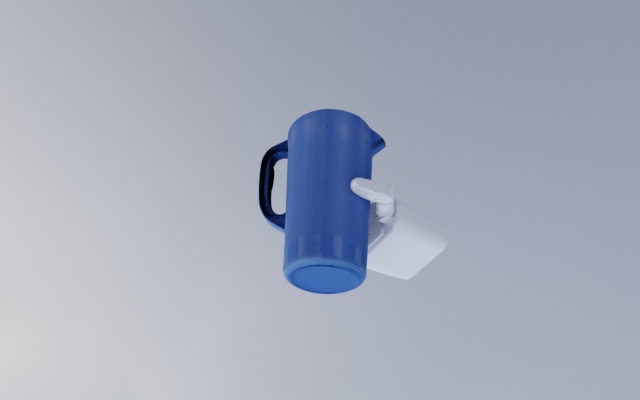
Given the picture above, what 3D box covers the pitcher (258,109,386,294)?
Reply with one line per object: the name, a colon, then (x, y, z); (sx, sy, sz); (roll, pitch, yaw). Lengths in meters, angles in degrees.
pitcher: (0.000, 0.002, 0.675); (0.145, 0.242, 0.149); (23, -38, -27)
